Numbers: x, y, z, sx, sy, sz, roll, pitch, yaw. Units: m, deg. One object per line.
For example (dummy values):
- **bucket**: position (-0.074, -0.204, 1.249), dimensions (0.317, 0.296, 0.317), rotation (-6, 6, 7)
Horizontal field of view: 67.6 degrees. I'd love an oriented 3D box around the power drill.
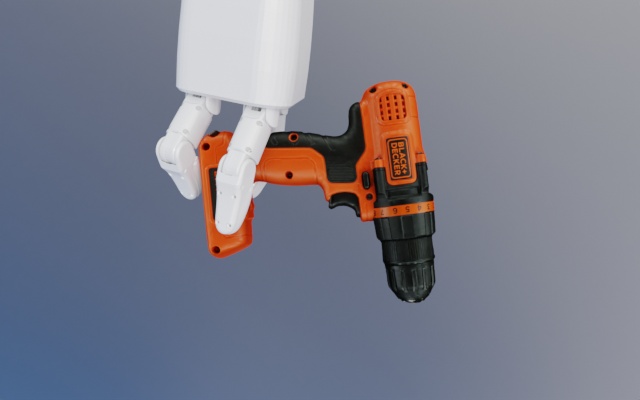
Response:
- **power drill**: position (0.000, 0.001, 0.402), dimensions (0.187, 0.184, 0.057), rotation (-7, -3, 1)
